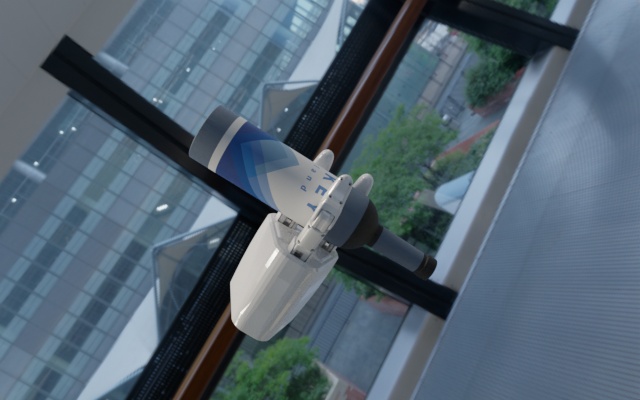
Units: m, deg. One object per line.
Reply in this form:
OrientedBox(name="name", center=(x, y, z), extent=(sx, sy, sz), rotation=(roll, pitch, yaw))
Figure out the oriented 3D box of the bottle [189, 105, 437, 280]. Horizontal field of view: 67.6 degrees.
OrientedBox(name="bottle", center=(0.000, 0.002, 0.530), extent=(0.296, 0.069, 0.069), rotation=(32, -3, -5))
